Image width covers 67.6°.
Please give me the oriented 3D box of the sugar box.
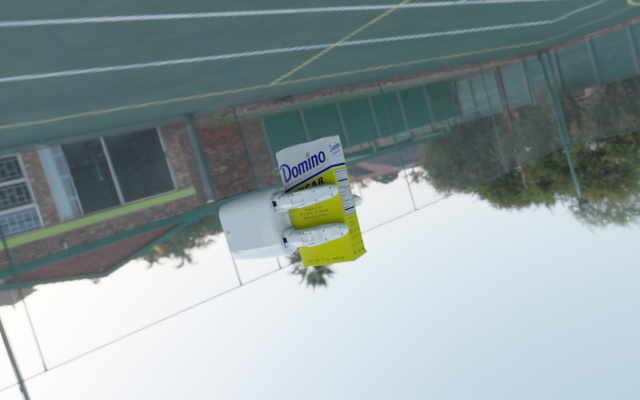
[{"bbox_3d":[0.000,0.002,0.685,0.093,0.176,0.048,-13,5,34],"label":"sugar box"}]
